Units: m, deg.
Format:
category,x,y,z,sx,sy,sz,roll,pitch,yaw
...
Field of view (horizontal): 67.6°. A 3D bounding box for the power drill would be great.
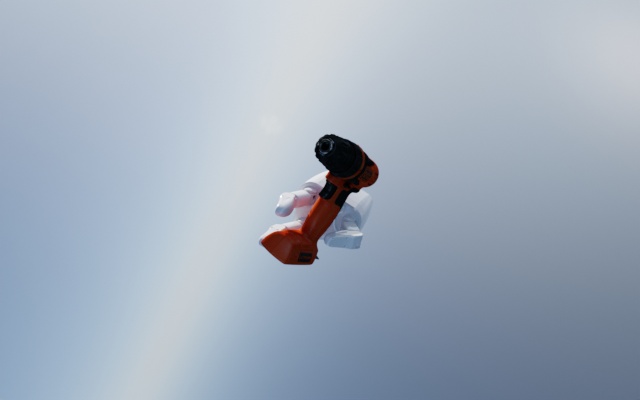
category,x,y,z,sx,sy,sz,roll,pitch,yaw
power drill,0.000,0.003,0.662,0.057,0.187,0.184,40,8,23
